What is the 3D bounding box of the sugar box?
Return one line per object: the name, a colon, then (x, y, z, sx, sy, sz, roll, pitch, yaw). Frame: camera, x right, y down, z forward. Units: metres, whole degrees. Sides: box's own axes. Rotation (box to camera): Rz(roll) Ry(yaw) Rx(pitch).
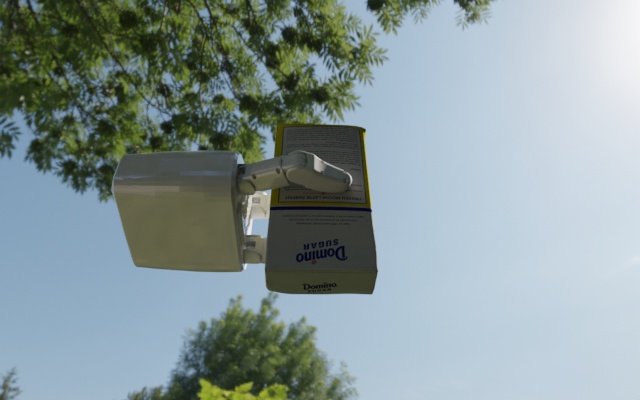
sugar box: (0.000, 0.002, 0.446, 0.093, 0.176, 0.048, 1, -38, -1)
